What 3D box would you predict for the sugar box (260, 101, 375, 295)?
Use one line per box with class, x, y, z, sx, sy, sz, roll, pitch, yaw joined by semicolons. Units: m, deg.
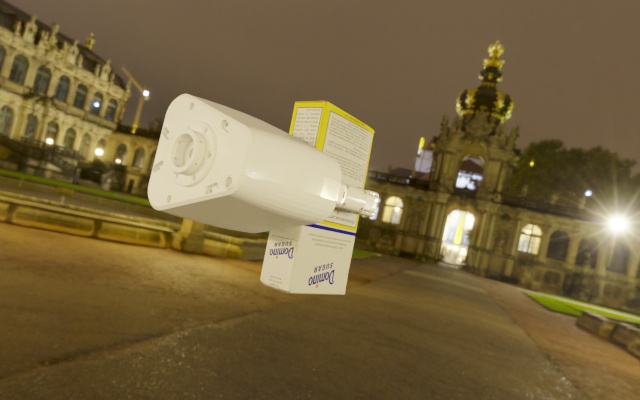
sugar box;0.000;0.001;0.470;0.048;0.176;0.093;11;-4;38
